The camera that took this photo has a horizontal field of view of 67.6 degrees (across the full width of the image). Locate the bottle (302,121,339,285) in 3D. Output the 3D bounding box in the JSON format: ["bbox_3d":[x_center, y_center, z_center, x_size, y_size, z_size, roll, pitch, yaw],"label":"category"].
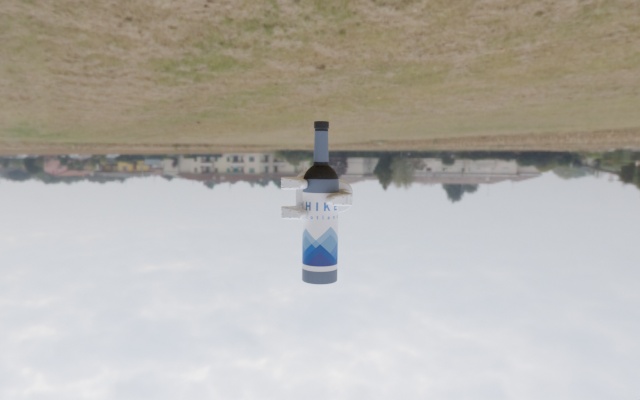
[{"bbox_3d":[0.000,0.003,0.882,0.069,0.296,0.069,1,5,0],"label":"bottle"}]
